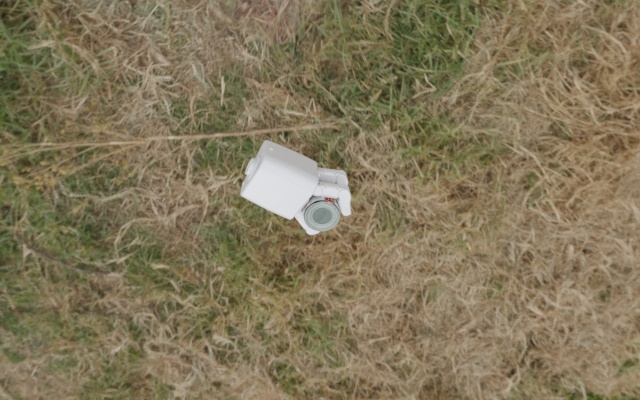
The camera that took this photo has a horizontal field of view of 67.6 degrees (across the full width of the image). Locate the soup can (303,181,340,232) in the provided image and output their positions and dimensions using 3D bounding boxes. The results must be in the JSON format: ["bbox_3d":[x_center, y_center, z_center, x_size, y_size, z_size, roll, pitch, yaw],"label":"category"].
[{"bbox_3d":[0.001,0.003,0.898,0.068,0.068,0.102,0,31,-4],"label":"soup can"}]
